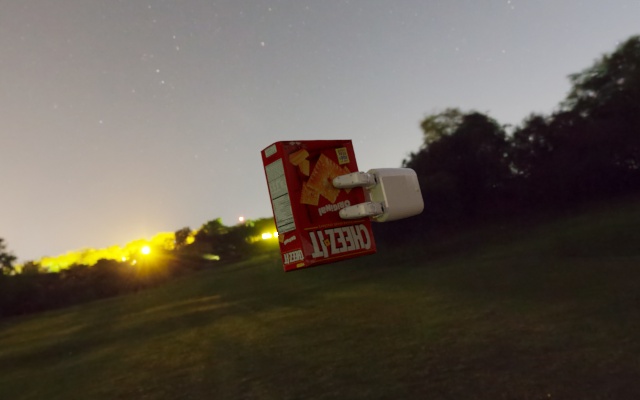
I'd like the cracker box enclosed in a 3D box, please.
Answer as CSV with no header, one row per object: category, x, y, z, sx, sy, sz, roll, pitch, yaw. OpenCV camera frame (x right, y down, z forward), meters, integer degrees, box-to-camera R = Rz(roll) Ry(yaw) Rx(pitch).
cracker box,0.000,0.003,0.828,0.164,0.213,0.072,-6,-10,-39
